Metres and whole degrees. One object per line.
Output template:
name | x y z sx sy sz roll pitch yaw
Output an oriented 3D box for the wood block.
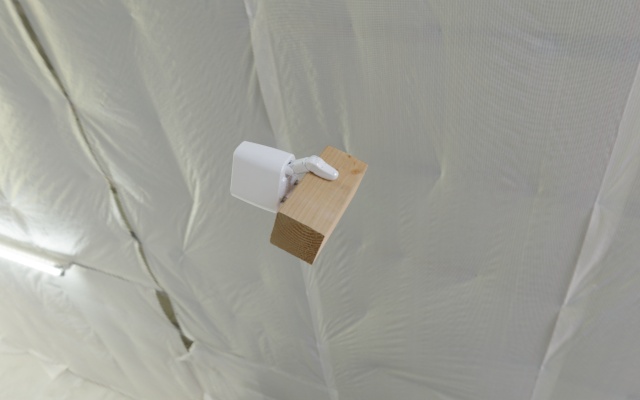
wood block | 0.000 0.002 0.873 0.090 0.091 0.206 27 47 7
